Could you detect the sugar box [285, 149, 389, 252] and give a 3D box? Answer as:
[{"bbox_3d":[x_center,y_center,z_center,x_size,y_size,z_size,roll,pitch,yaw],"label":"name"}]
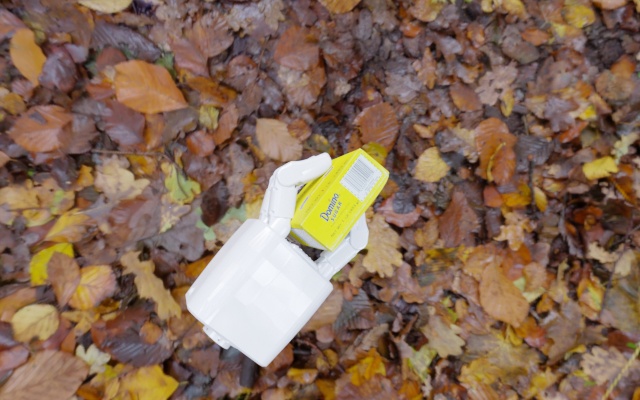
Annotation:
[{"bbox_3d":[0.000,0.001,0.509,0.048,0.093,0.176,41,-12,-13],"label":"sugar box"}]
